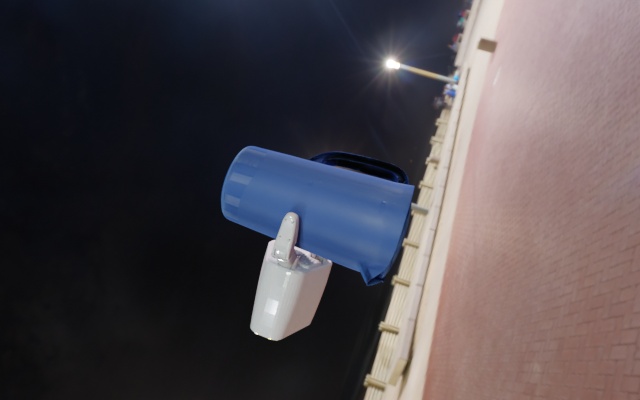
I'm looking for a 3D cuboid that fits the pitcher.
[{"bbox_3d":[0.000,0.002,0.650,0.243,0.145,0.149,18,12,9],"label":"pitcher"}]
